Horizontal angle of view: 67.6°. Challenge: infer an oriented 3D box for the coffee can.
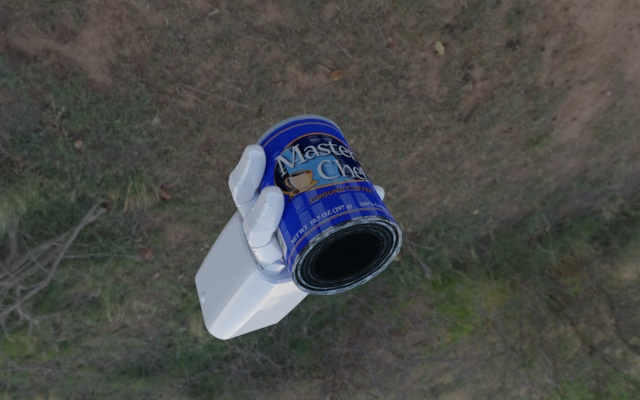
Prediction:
[{"bbox_3d":[0.000,0.001,0.451,0.103,0.140,0.103,-16,-40,-13],"label":"coffee can"}]
